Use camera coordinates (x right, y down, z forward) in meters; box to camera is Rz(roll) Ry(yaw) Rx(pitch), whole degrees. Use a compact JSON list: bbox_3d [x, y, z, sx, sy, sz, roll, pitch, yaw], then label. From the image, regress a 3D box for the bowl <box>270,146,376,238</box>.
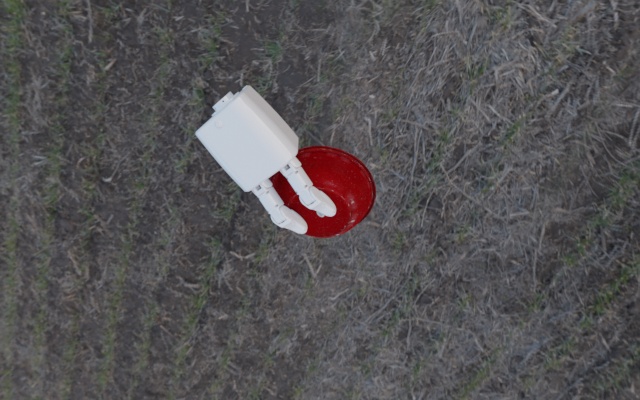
[{"bbox_3d":[0.001,0.003,0.701,0.162,0.162,0.055,0,37,7],"label":"bowl"}]
